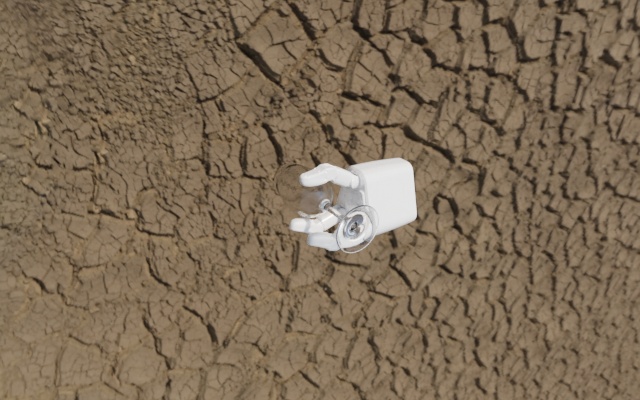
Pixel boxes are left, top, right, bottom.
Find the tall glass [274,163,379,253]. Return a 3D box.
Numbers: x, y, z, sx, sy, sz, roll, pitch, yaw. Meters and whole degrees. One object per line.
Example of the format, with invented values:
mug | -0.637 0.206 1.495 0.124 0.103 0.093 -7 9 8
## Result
tall glass | 0.000 0.003 0.743 0.079 0.079 0.201 0 23 -36
